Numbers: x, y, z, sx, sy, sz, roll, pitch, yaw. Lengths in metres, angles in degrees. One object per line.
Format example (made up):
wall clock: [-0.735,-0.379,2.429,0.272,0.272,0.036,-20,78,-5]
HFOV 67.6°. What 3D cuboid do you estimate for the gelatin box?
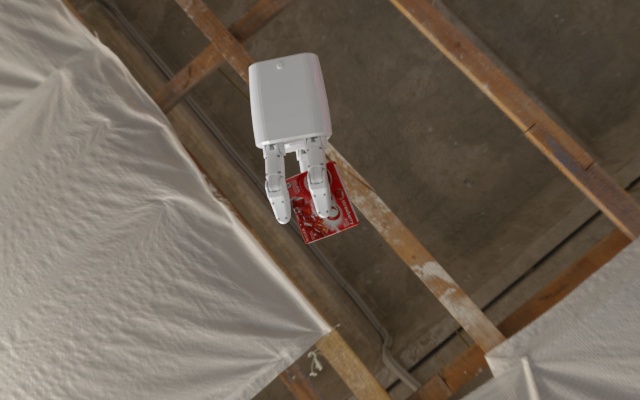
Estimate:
gelatin box: [0.000,0.002,0.619,0.073,0.089,0.030,-22,0,9]
